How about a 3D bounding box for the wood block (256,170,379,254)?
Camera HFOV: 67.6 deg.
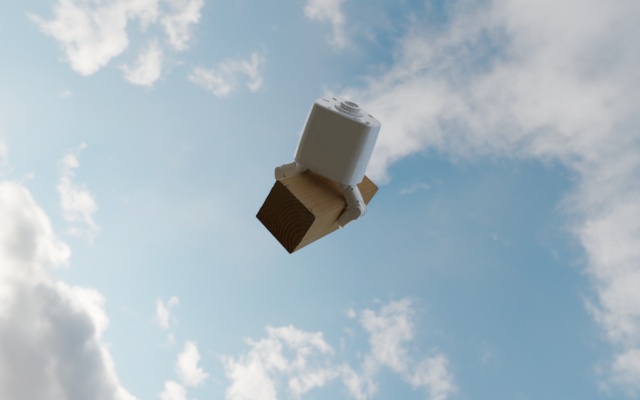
[{"bbox_3d":[0.001,0.003,0.825,0.091,0.090,0.206,45,34,16],"label":"wood block"}]
